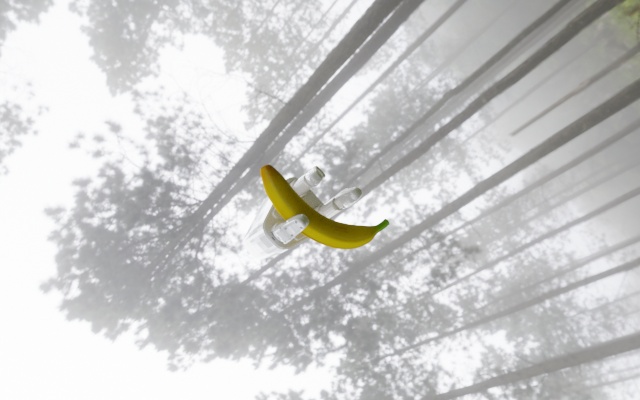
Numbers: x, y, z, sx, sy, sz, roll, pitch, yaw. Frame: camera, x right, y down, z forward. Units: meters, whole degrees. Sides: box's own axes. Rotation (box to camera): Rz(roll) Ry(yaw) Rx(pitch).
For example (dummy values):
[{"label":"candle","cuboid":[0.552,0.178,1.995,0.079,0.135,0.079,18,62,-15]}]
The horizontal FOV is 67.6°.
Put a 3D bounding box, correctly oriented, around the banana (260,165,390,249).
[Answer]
[{"label":"banana","cuboid":[-0.004,0.021,0.663,0.198,0.069,0.037,25,-10,-14]}]
